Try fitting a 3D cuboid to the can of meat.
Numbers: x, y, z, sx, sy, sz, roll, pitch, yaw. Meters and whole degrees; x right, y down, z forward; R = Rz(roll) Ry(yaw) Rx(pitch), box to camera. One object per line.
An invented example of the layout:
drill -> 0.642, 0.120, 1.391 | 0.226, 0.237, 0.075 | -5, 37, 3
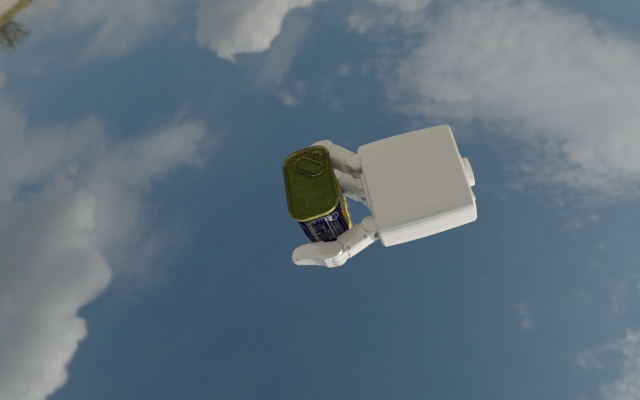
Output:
can of meat -> 0.000, 0.002, 0.555 | 0.057, 0.102, 0.084 | -19, -40, 8
